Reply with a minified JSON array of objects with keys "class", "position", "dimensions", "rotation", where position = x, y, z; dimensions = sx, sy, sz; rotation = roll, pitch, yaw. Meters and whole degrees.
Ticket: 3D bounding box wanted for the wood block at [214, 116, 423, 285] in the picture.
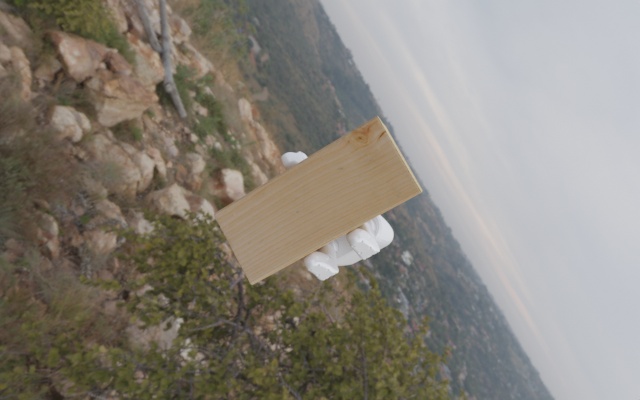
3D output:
[{"class":"wood block","position":[0.000,0.001,0.537],"dimensions":[0.206,0.091,0.090],"rotation":[-30,-5,12]}]
